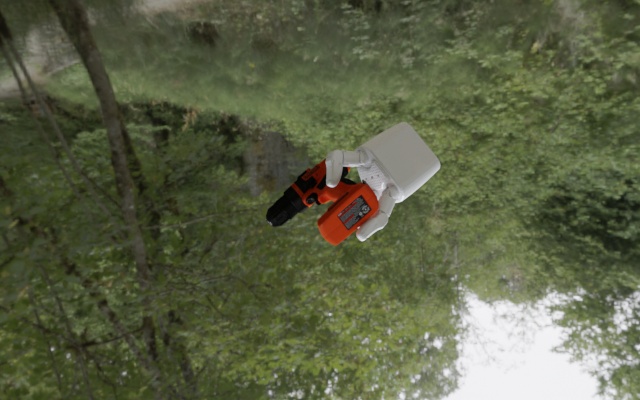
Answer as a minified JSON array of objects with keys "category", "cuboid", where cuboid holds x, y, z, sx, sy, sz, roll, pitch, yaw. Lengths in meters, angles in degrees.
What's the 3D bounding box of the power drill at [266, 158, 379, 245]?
[{"category":"power drill","cuboid":[0.001,0.003,0.808,0.057,0.184,0.187,50,-4,-31]}]
